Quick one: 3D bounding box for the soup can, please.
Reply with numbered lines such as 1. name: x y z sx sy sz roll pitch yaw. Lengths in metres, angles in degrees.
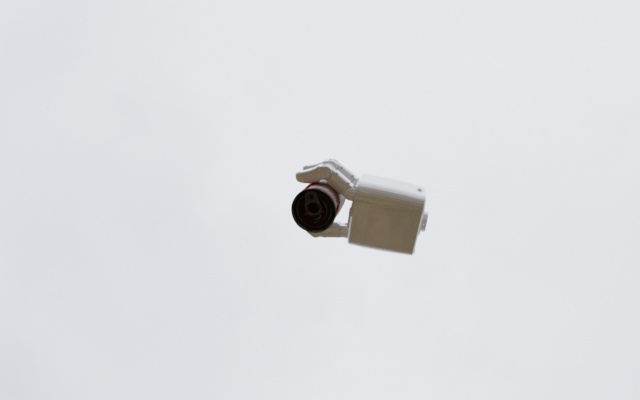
1. soup can: 0.000 0.002 0.745 0.068 0.068 0.102 0 15 13
